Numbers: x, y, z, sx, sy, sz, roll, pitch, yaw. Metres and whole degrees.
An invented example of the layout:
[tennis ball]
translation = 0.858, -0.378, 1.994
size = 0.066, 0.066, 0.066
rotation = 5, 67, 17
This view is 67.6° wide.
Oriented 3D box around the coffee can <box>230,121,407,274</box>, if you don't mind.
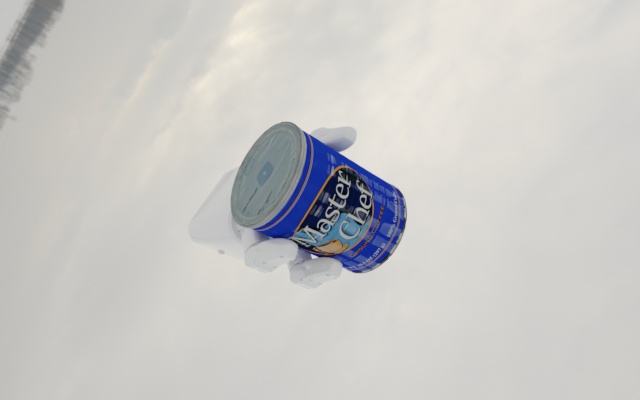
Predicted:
[coffee can]
translation = 0.000, 0.001, 0.463
size = 0.140, 0.102, 0.103
rotation = 27, -16, -34
